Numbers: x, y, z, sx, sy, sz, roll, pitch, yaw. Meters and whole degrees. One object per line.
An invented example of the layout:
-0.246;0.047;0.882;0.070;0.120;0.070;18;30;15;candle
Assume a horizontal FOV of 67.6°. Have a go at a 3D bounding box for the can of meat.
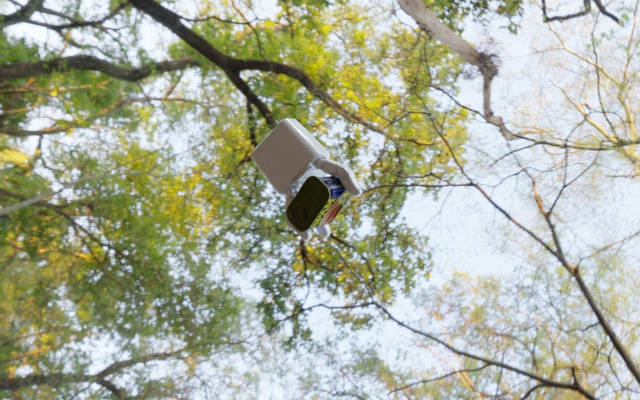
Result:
0.000;0.003;0.851;0.057;0.102;0.084;46;28;22;can of meat
